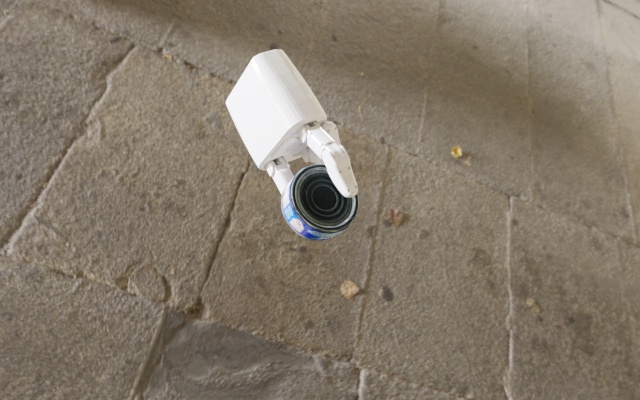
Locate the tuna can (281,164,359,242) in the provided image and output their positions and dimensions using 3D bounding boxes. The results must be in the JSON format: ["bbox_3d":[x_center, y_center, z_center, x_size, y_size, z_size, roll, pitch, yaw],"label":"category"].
[{"bbox_3d":[0.000,0.002,0.549,0.086,0.086,0.034,0,-21,-23],"label":"tuna can"}]
